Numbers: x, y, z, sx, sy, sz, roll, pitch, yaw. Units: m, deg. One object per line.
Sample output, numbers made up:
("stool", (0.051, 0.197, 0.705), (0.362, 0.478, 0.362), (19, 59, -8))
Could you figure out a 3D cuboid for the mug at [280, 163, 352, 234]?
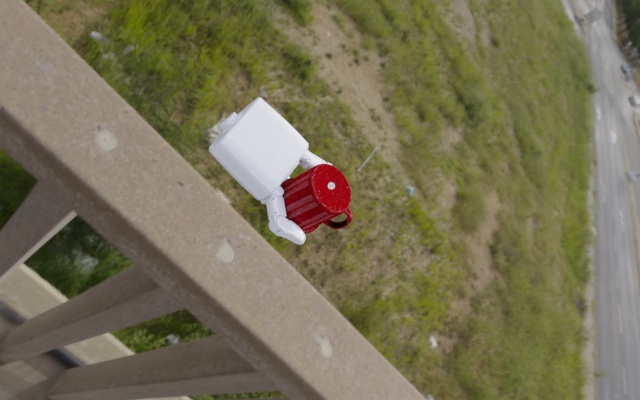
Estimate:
("mug", (0.001, 0.003, 0.729), (0.117, 0.093, 0.081), (44, -43, -19))
